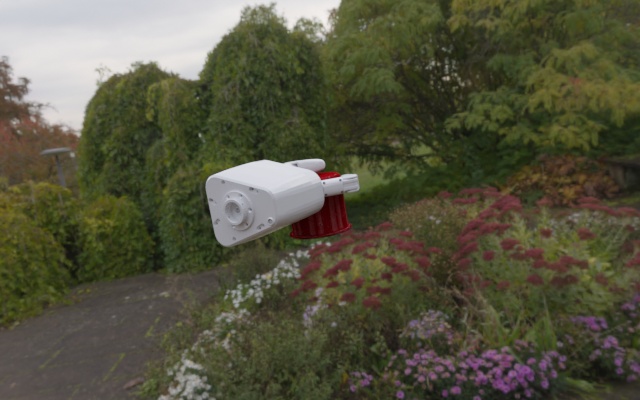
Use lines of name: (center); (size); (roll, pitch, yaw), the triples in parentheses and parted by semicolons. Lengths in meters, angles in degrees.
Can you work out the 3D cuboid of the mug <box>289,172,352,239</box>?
mug: (0.001, 0.002, 0.704); (0.093, 0.081, 0.117); (-4, 11, 30)
